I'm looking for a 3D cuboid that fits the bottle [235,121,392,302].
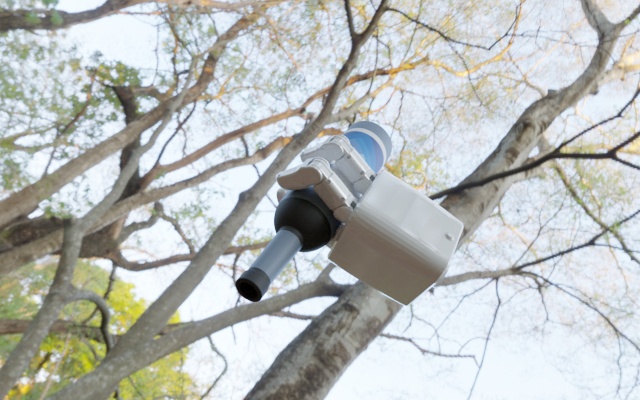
[{"bbox_3d":[0.000,0.002,0.523,0.069,0.069,0.295,0,31,30],"label":"bottle"}]
